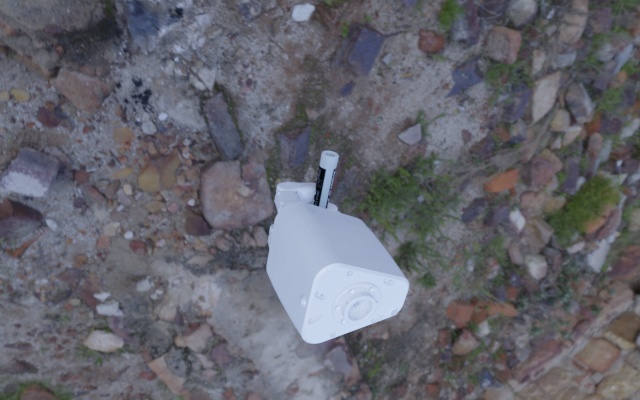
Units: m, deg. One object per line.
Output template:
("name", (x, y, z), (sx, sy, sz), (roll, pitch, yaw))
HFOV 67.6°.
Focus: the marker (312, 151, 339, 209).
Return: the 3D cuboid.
("marker", (0.000, 0.002, 0.549), (0.020, 0.121, 0.020), (9, 27, -5))
